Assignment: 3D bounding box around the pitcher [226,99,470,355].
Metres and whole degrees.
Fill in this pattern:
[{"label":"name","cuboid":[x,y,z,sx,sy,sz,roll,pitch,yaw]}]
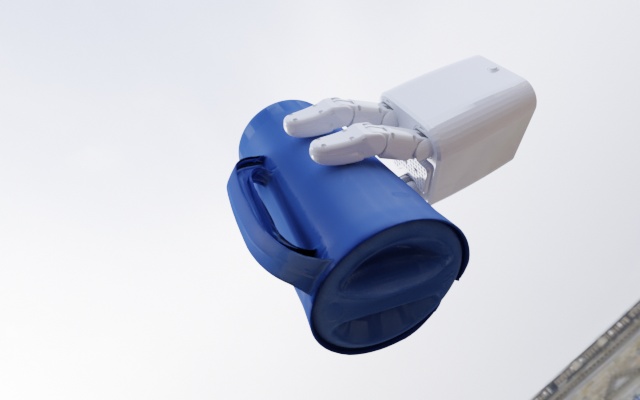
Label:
[{"label":"pitcher","cuboid":[0.000,0.001,0.425,0.145,0.149,0.242,-27,43,-8]}]
